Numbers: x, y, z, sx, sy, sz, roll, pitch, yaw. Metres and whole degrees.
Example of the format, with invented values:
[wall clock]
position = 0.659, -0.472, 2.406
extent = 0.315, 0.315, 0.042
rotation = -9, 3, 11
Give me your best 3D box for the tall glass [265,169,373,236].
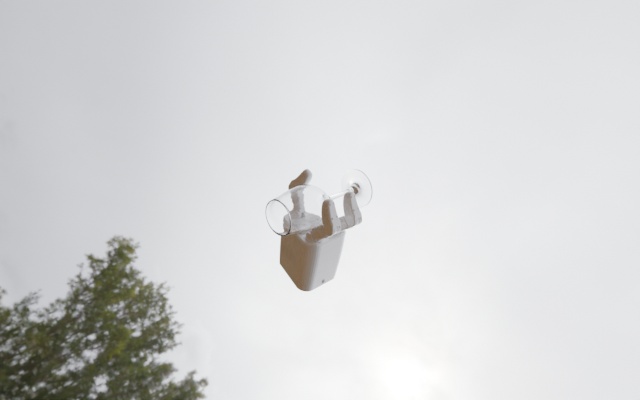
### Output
[tall glass]
position = 0.001, 0.002, 0.831
extent = 0.079, 0.079, 0.201
rotation = 0, 14, 45
